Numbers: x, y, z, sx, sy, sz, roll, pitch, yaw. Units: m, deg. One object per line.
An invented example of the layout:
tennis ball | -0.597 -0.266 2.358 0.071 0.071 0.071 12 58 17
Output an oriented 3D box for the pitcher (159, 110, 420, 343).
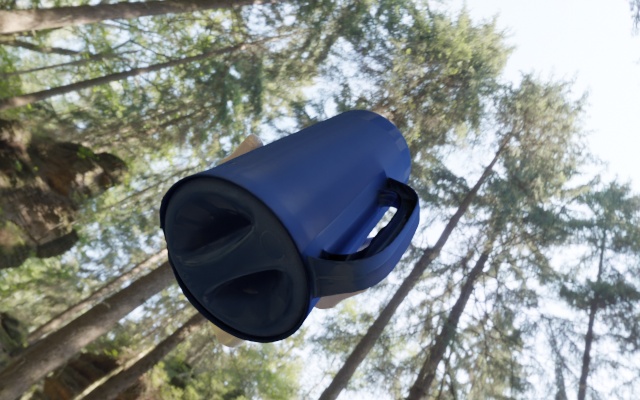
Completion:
pitcher | 0.000 0.001 0.416 0.145 0.149 0.242 -49 -7 39
